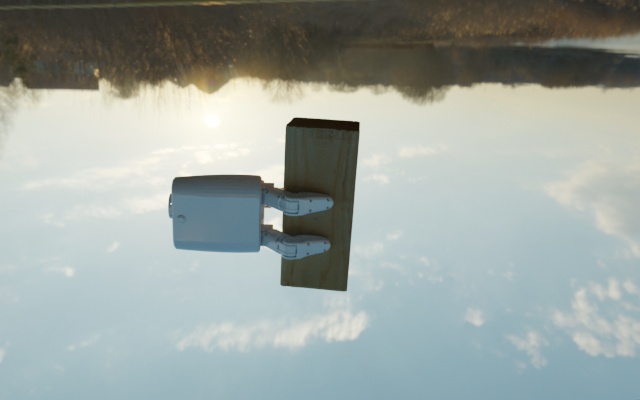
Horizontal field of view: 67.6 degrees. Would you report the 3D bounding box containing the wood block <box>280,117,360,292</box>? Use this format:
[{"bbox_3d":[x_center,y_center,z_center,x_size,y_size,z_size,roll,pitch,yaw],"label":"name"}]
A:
[{"bbox_3d":[0.000,0.002,0.623,0.090,0.206,0.090,4,17,3],"label":"wood block"}]
